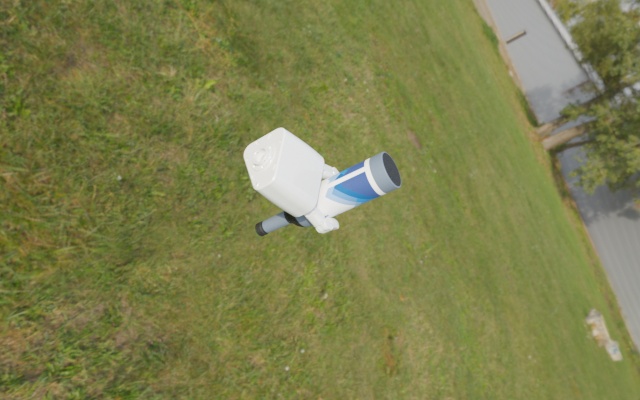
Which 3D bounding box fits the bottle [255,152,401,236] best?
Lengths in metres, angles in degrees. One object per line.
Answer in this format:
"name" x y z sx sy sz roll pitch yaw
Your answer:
"bottle" 0.000 0.003 0.866 0.296 0.069 0.069 -25 -12 27
